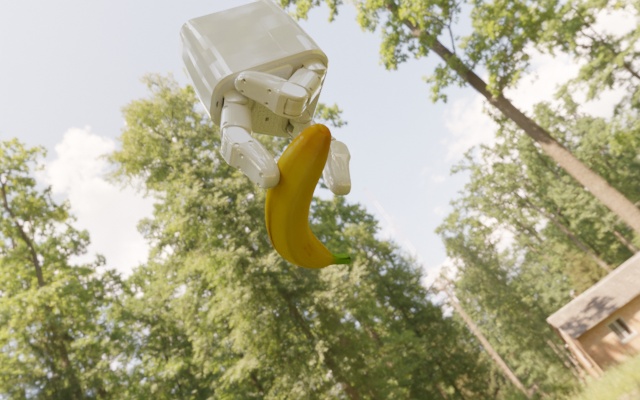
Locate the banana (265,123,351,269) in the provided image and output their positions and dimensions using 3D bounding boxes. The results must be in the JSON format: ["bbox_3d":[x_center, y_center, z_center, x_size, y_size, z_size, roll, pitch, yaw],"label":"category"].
[{"bbox_3d":[-0.016,0.011,0.419,0.069,0.037,0.198,-26,-34,-10],"label":"banana"}]
